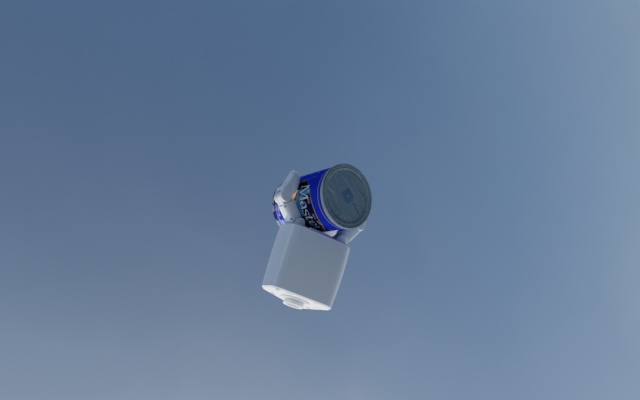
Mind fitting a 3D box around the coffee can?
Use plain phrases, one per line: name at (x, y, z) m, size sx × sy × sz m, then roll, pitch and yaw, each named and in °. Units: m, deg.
coffee can at (0.000, 0.002, 0.794) m, size 0.103 × 0.103 × 0.140 m, roll 0°, pitch -8°, yaw -39°
